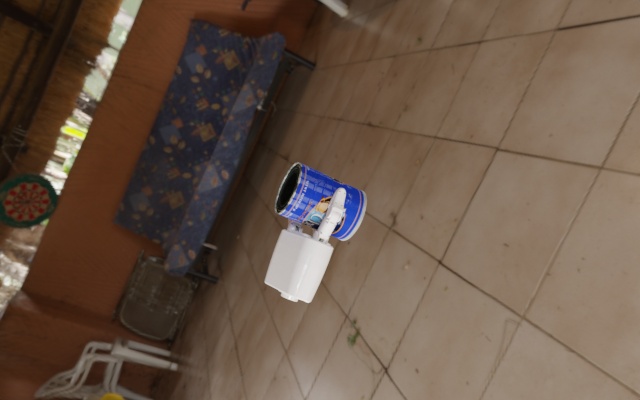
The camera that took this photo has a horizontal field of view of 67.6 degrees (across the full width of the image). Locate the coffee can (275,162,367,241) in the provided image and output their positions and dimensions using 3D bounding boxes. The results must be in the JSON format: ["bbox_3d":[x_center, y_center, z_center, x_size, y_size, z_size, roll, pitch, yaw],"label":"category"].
[{"bbox_3d":[0.000,0.003,0.887,0.140,0.103,0.103,23,-8,-20],"label":"coffee can"}]
